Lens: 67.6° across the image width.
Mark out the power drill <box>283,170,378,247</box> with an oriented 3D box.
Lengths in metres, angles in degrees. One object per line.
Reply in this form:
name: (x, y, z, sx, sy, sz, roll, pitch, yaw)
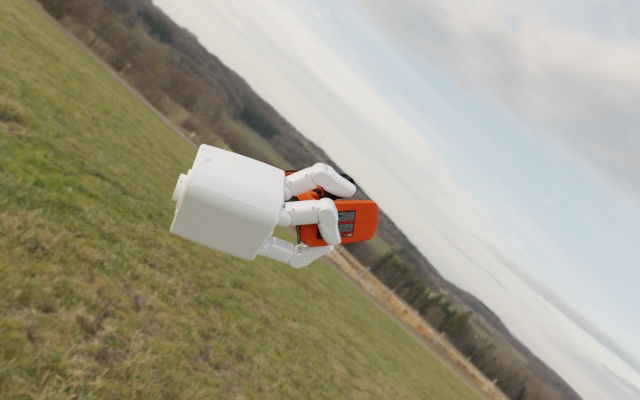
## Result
power drill: (0.000, 0.002, 0.663, 0.184, 0.057, 0.187, -5, 18, -26)
